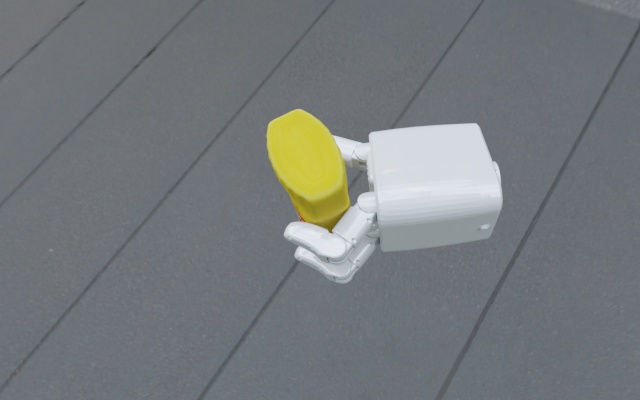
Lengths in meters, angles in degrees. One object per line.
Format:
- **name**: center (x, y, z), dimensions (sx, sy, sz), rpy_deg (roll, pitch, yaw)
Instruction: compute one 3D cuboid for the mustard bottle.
- **mustard bottle**: center (0.000, 0.002, 0.479), dimensions (0.058, 0.096, 0.192), rpy_deg (-27, -28, -5)
